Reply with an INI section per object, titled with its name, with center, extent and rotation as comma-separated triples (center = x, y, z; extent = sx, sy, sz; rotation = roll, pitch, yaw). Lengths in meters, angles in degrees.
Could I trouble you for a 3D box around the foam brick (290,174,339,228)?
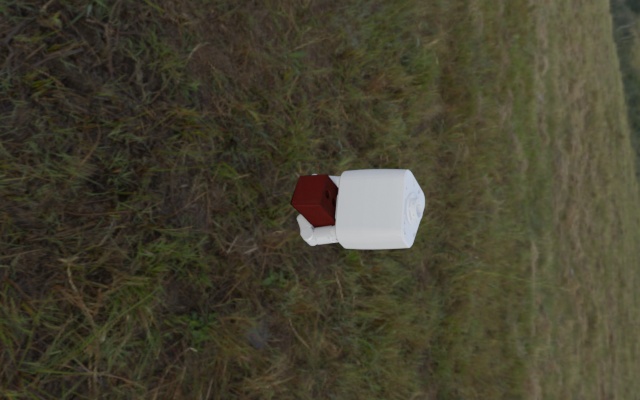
[foam brick]
center = 0.000, 0.002, 0.728
extent = 0.051, 0.053, 0.078
rotation = -1, -31, 31
